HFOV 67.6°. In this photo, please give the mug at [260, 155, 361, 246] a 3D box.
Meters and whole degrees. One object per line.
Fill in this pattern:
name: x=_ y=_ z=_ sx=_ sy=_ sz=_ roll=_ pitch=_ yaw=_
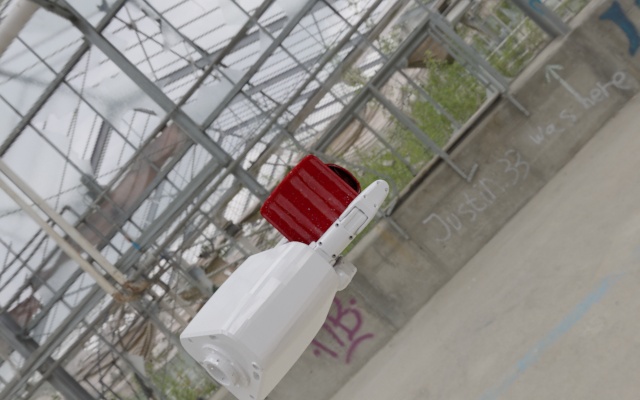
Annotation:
mug: x=0.001 y=0.001 z=0.489 sx=0.117 sy=0.081 sz=0.093 roll=-49 pitch=0 yaw=-40
